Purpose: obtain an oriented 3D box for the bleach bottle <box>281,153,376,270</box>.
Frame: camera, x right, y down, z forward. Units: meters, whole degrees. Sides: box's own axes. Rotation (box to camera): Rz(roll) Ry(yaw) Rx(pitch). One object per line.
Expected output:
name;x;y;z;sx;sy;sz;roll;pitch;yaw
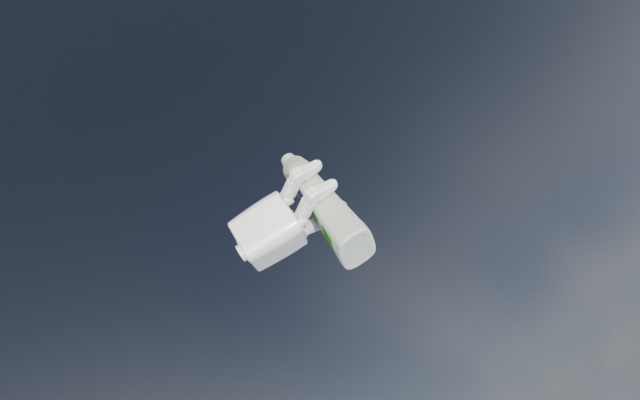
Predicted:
bleach bottle;0.000;0.003;0.862;0.068;0.250;0.103;-33;-37;-7
